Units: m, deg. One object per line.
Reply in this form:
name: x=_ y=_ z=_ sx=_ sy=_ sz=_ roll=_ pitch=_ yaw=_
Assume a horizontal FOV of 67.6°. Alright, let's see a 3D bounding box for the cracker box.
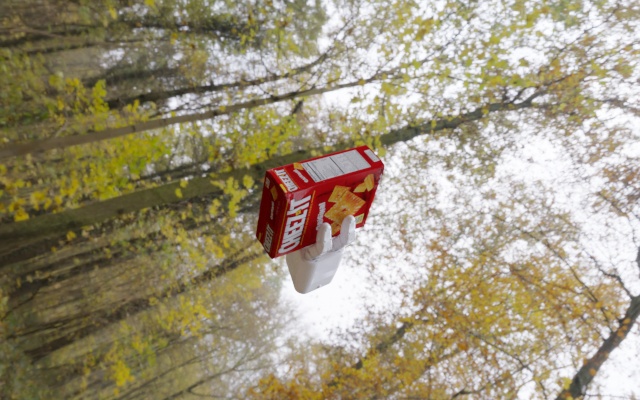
cracker box: x=0.000 y=0.003 z=0.859 sx=0.213 sy=0.164 sz=0.072 roll=-18 pitch=51 yaw=-31
